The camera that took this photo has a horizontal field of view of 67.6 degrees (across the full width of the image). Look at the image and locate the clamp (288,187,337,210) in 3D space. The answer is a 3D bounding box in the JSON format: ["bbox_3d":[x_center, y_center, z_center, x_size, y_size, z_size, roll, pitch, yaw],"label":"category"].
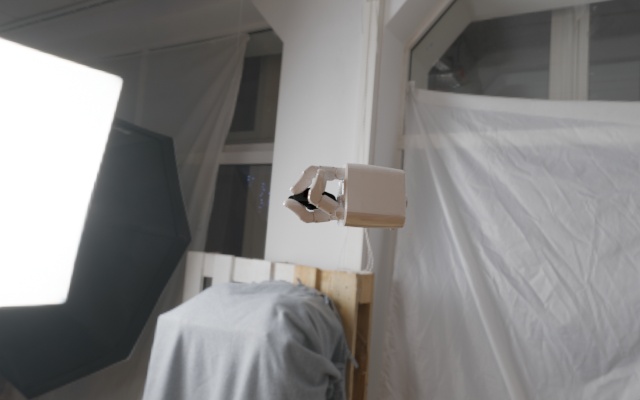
[{"bbox_3d":[0.000,0.002,0.899,0.120,0.039,0.171,5,-4,-6],"label":"clamp"}]
